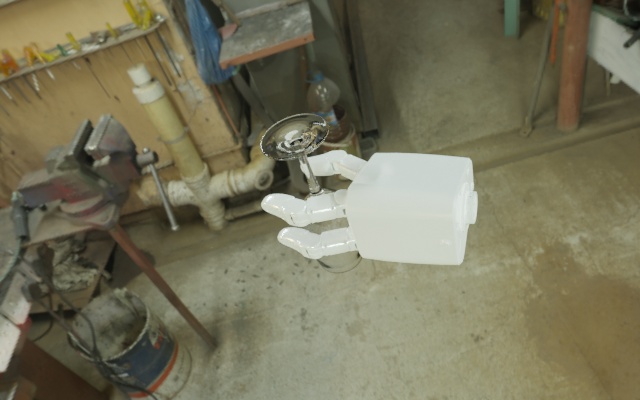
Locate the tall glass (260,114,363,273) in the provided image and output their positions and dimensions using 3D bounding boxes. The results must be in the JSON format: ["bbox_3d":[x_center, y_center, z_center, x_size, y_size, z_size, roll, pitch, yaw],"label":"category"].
[{"bbox_3d":[0.000,0.001,0.557,0.079,0.079,0.201,0,-44,22],"label":"tall glass"}]
